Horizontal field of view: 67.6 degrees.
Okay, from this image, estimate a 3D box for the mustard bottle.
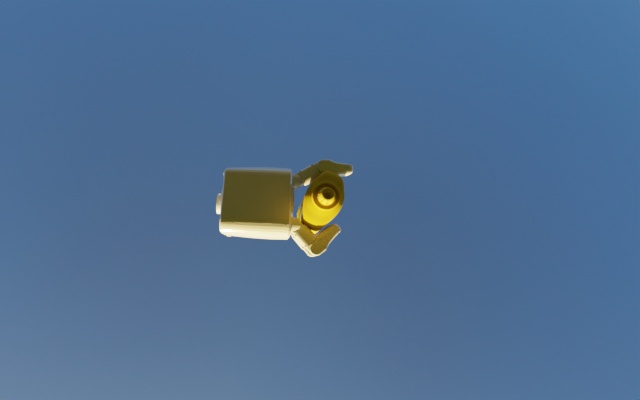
[{"bbox_3d":[0.000,0.003,0.757,0.058,0.096,0.191,27,-9,-2],"label":"mustard bottle"}]
